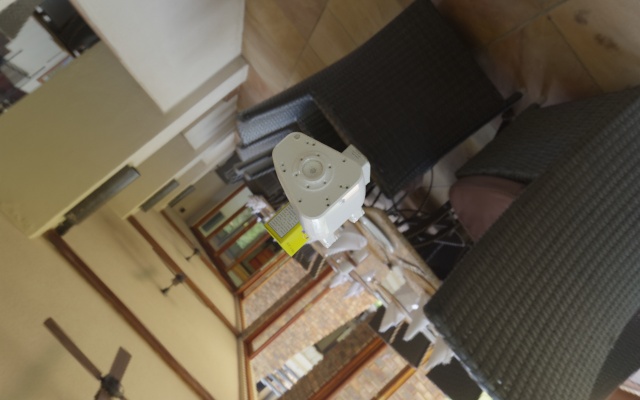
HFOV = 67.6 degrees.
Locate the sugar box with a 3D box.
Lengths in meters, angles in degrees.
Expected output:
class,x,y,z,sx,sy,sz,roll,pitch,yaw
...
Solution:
class,x,y,z,sx,sy,sz,roll,pitch,yaw
sugar box,0.000,0.003,0.720,0.176,0.048,0.093,-41,-17,-7
